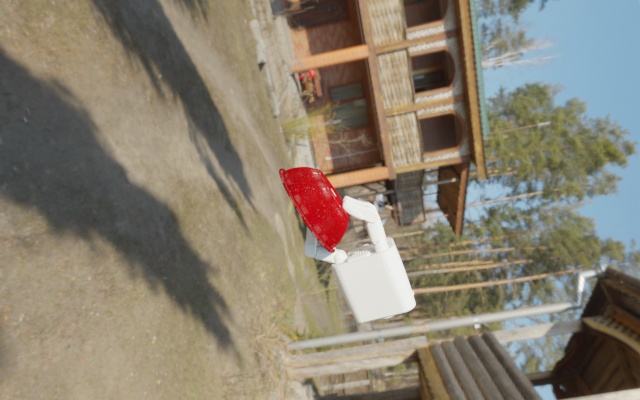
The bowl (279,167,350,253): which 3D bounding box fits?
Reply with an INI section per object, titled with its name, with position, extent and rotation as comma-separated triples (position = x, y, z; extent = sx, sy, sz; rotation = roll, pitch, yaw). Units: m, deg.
[bowl]
position = 0.000, 0.001, 0.767
extent = 0.055, 0.162, 0.162
rotation = -33, -5, 7
